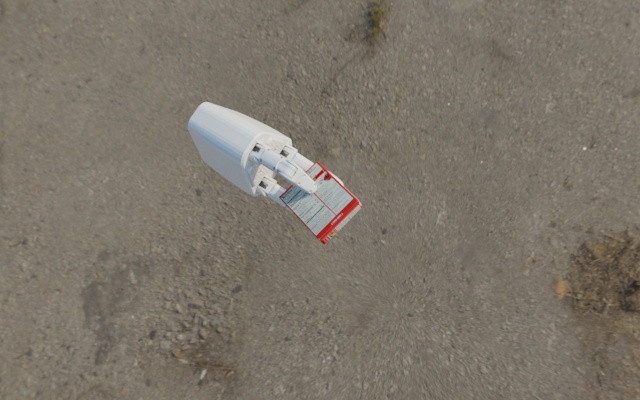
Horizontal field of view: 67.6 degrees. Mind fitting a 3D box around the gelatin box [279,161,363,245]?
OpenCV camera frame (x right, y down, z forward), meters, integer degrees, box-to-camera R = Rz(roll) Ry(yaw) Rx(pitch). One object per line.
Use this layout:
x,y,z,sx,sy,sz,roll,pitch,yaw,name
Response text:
0.000,0.002,0.641,0.089,0.073,0.030,45,0,25,gelatin box
